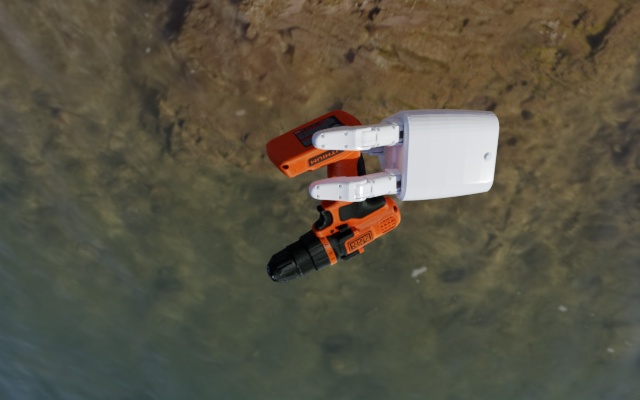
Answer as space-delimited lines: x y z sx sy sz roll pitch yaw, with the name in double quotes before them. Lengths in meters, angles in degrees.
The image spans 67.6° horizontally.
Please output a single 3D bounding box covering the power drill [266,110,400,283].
"power drill" 0.000 0.001 0.561 0.184 0.188 0.057 -28 43 -11
